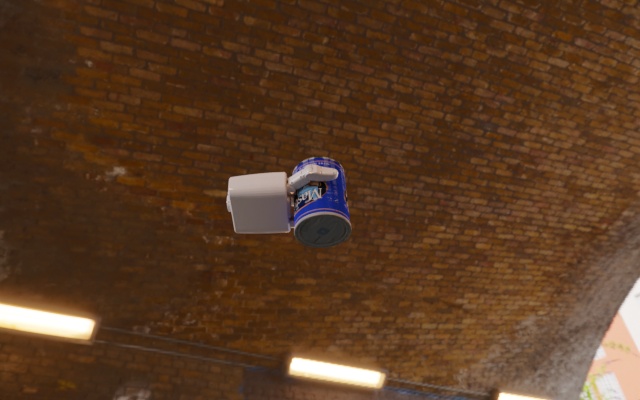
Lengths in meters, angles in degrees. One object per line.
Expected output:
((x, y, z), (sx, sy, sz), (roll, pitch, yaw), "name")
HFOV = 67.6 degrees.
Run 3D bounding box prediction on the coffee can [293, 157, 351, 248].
((0.000, 0.003, 0.895), (0.103, 0.140, 0.103), (-3, -39, -2), "coffee can")
